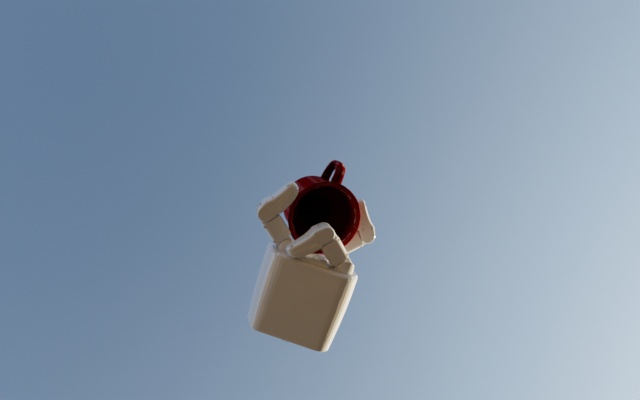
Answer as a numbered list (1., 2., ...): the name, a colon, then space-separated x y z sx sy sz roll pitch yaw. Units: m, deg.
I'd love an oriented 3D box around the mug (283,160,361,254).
1. mug: 0.000 0.001 0.625 0.093 0.117 0.081 18 8 -18
